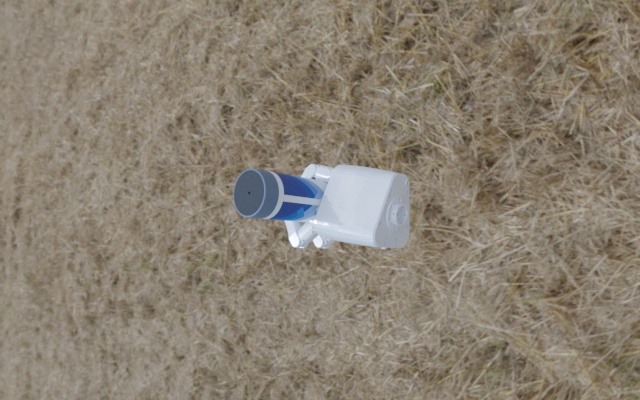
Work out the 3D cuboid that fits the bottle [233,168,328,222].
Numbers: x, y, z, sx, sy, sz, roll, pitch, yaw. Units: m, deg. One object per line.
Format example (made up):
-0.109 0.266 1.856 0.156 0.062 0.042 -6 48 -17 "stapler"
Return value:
0.000 0.002 0.749 0.069 0.069 0.296 0 -5 41 "bottle"
